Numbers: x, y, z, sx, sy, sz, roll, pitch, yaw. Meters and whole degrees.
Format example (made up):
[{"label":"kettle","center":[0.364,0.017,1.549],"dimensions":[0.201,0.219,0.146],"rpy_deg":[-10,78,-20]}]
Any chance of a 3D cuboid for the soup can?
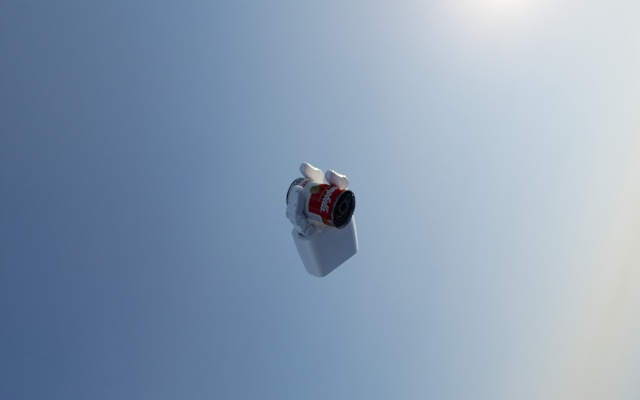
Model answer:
[{"label":"soup can","center":[0.000,0.002,0.824],"dimensions":[0.102,0.068,0.068],"rpy_deg":[18,10,33]}]
